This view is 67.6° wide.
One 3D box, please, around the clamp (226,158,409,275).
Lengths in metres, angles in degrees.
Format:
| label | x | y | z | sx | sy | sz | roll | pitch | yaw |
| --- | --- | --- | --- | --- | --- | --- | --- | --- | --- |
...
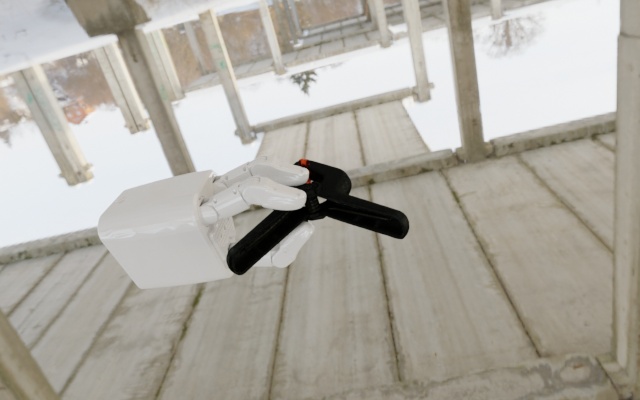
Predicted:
| label | x | y | z | sx | sy | sz | roll | pitch | yaw |
| --- | --- | --- | --- | --- | --- | --- | --- | --- | --- |
| clamp | 0.000 | 0.002 | 0.500 | 0.164 | 0.036 | 0.210 | -9 | 25 | 6 |
